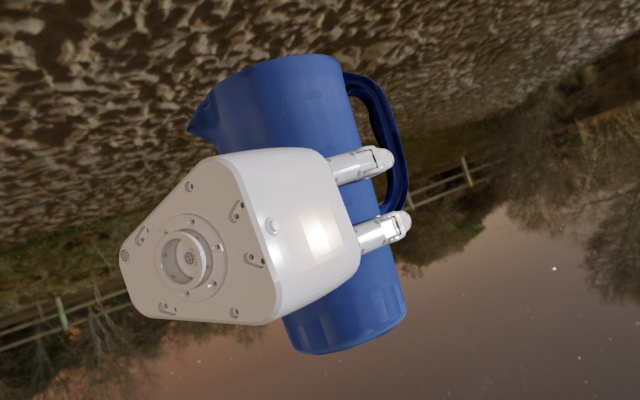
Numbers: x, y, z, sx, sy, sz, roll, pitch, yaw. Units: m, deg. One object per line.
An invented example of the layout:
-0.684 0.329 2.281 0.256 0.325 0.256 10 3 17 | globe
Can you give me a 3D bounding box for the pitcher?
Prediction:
0.000 0.001 0.434 0.149 0.243 0.145 -20 -3 26 | pitcher
